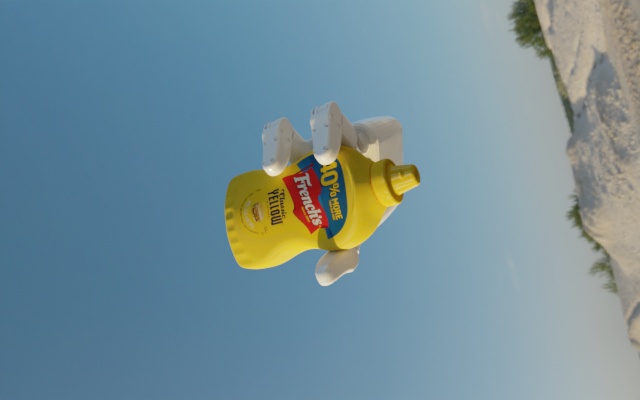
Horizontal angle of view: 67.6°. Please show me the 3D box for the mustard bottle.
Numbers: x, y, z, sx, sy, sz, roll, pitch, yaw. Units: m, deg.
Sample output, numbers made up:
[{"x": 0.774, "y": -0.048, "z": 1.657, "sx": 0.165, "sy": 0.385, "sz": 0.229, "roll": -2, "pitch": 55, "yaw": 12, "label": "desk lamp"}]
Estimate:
[{"x": 0.000, "y": 0.002, "z": 0.444, "sx": 0.191, "sy": 0.096, "sz": 0.058, "roll": -16, "pitch": -17, "yaw": 29, "label": "mustard bottle"}]
